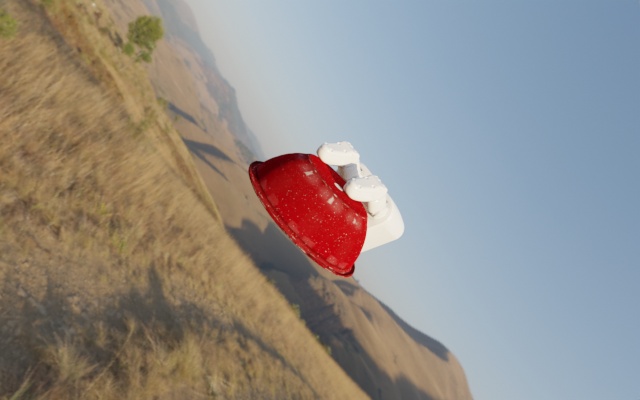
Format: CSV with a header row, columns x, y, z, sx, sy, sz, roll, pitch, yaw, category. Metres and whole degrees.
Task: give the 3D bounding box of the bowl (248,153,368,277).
x,y,z,sx,sy,sz,roll,pitch,yaw,category
0.000,0.001,0.508,0.055,0.162,0.162,-42,-12,14,bowl
